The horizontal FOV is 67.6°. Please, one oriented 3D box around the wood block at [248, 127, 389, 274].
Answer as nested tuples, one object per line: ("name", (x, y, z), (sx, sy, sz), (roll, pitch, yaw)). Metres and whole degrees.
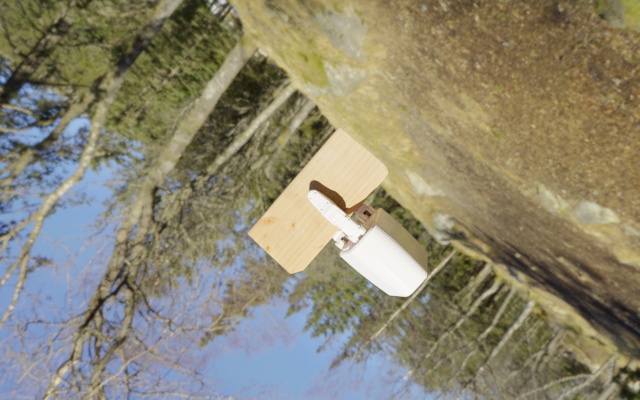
("wood block", (0.000, 0.003, 0.723), (0.090, 0.206, 0.091), (42, 4, 11))
